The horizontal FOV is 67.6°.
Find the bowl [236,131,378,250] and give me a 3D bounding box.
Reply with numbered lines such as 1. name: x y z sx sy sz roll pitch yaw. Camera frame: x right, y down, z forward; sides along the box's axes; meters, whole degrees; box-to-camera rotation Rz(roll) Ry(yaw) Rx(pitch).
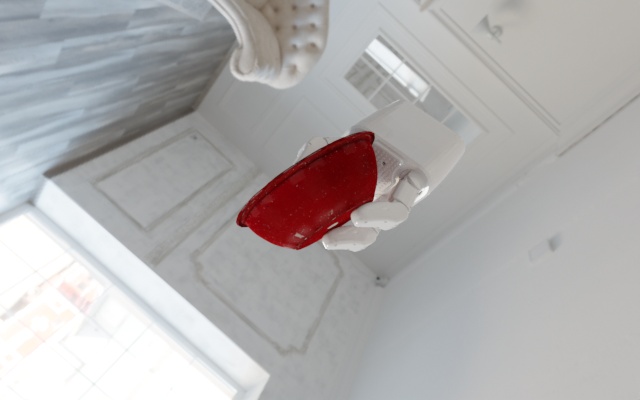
1. bowl: -0.001 0.002 0.470 0.162 0.055 0.162 -32 -9 -6
